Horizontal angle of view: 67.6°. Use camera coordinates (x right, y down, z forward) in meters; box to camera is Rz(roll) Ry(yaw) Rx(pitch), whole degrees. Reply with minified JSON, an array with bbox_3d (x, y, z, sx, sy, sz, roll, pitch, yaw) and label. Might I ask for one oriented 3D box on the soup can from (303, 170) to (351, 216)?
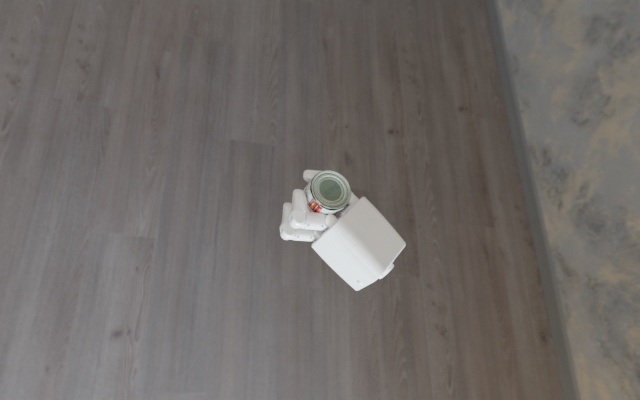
[{"bbox_3d":[0.000,0.002,0.762,0.068,0.068,0.102,0,-22,-21],"label":"soup can"}]
